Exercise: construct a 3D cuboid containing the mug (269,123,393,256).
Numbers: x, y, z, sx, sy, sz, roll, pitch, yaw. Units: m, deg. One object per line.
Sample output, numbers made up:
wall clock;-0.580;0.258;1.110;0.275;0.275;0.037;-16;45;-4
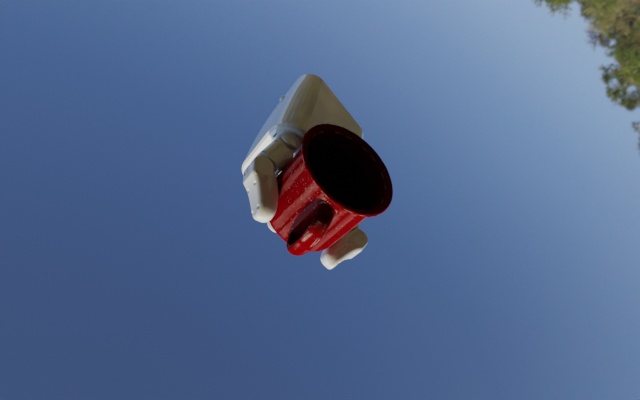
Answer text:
mug;0.000;0.002;0.415;0.093;0.117;0.081;33;-47;-14
